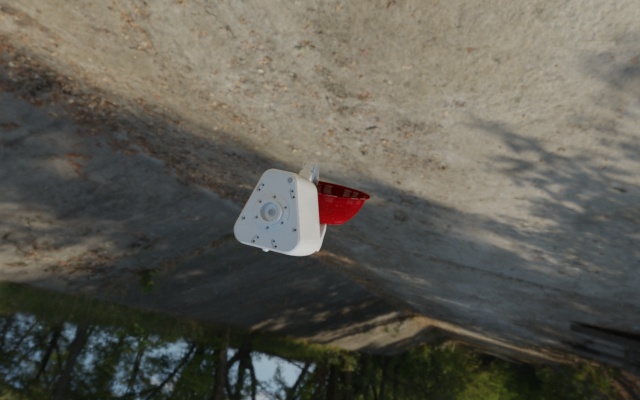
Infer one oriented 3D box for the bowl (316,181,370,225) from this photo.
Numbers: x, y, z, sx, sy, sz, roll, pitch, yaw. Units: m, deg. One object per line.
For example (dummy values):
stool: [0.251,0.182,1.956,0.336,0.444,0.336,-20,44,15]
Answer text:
bowl: [0.001,0.003,0.811,0.162,0.055,0.162,10,9,-2]
